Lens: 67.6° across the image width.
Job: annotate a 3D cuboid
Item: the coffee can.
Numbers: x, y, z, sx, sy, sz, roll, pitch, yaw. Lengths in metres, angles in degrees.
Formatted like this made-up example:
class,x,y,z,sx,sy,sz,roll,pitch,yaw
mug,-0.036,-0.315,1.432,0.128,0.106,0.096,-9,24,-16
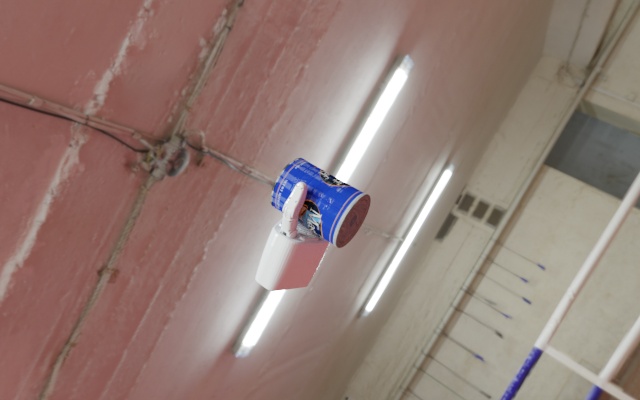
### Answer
class,x,y,z,sx,sy,sz,roll,pitch,yaw
coffee can,0.000,0.003,0.821,0.140,0.103,0.103,31,12,21
